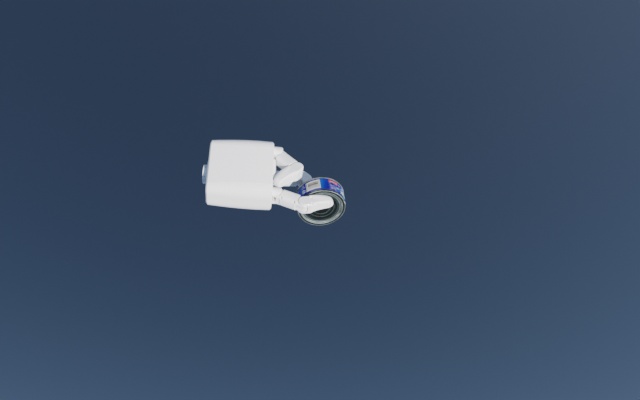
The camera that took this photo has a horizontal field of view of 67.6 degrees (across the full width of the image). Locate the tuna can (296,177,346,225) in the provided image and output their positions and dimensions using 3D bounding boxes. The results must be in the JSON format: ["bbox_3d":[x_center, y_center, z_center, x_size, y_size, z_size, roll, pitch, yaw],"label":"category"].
[{"bbox_3d":[0.000,0.003,0.823,0.086,0.086,0.033,0,43,-9],"label":"tuna can"}]
